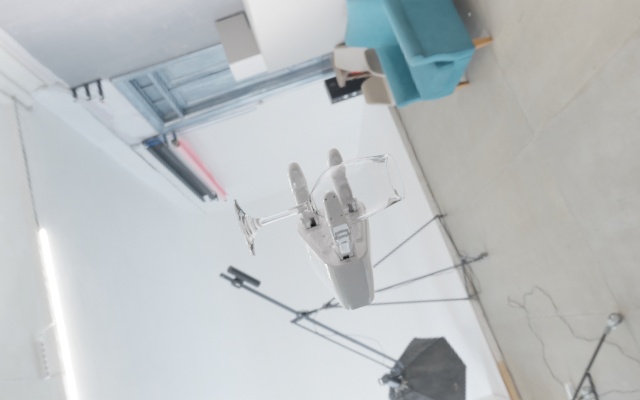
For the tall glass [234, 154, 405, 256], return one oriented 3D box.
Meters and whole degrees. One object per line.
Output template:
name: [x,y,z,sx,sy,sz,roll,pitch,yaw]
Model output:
tall glass: [-0.001,0.002,0.594,0.201,0.079,0.079,-19,1,-3]
